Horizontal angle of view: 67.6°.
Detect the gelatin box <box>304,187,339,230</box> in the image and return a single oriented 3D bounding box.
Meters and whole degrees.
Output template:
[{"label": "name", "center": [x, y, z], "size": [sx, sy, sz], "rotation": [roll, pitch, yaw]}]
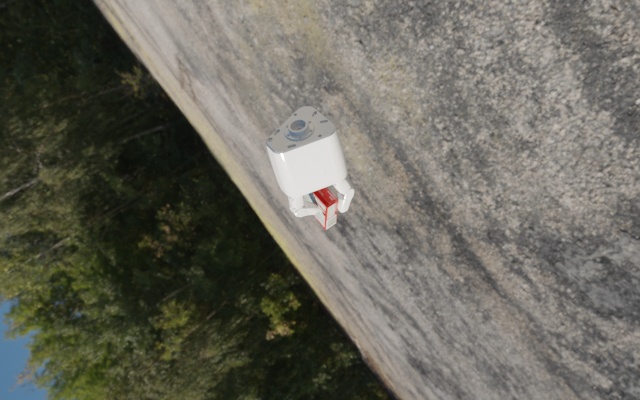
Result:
[{"label": "gelatin box", "center": [0.000, 0.003, 0.898], "size": [0.030, 0.073, 0.089], "rotation": [-32, -26, -19]}]
